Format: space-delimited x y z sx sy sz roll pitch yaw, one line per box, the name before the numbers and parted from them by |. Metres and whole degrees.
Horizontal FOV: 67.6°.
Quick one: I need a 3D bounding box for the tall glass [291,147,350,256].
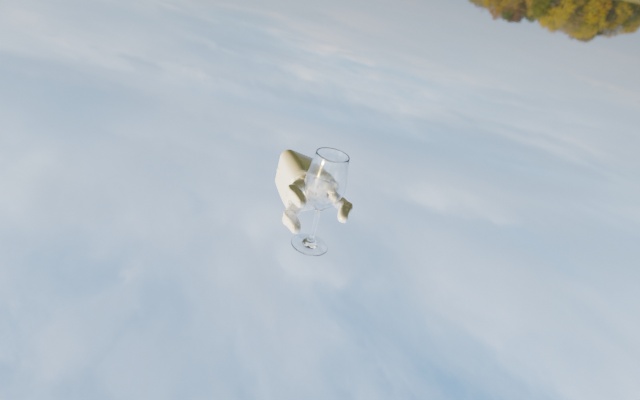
tall glass | 0.000 0.004 0.899 0.079 0.201 0.079 12 28 -6
